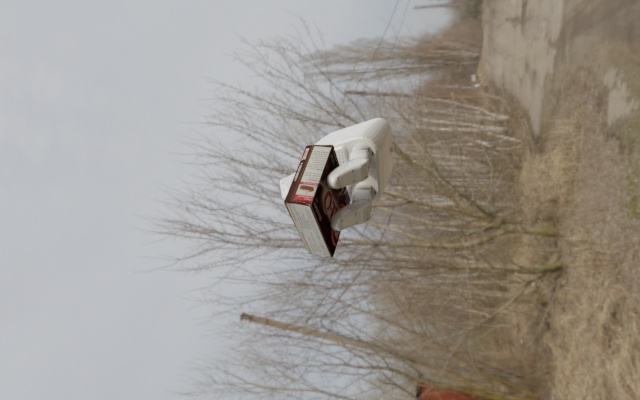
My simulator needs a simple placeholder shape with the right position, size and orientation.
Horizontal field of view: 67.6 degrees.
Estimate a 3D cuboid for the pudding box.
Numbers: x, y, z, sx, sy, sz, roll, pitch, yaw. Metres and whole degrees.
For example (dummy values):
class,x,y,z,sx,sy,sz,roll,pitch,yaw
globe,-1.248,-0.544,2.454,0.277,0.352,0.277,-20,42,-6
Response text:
class,x,y,z,sx,sy,sz,roll,pitch,yaw
pudding box,0.000,0.002,0.577,0.039,0.090,0.114,3,-36,22
